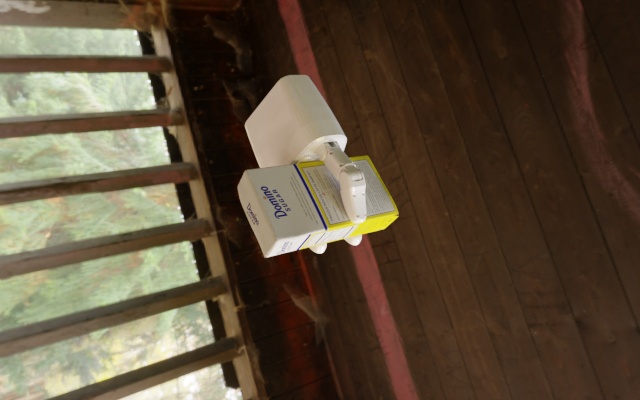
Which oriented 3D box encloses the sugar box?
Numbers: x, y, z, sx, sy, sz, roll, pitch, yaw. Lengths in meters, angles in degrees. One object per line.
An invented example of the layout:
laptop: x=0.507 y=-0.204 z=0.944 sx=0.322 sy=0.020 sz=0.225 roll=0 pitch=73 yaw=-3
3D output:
sugar box: x=0.000 y=0.002 z=0.559 sx=0.176 sy=0.093 sz=0.048 roll=-11 pitch=-27 yaw=-33
